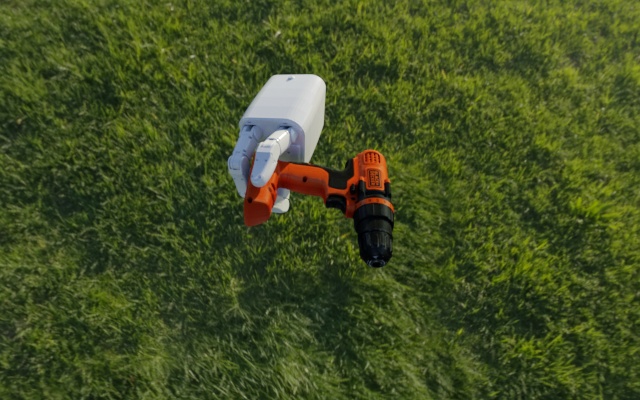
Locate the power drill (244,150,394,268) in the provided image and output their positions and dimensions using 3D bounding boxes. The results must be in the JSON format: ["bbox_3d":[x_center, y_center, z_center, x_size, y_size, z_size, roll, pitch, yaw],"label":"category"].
[{"bbox_3d":[0.000,0.002,0.610,0.187,0.184,0.057,6,-45,-4],"label":"power drill"}]
